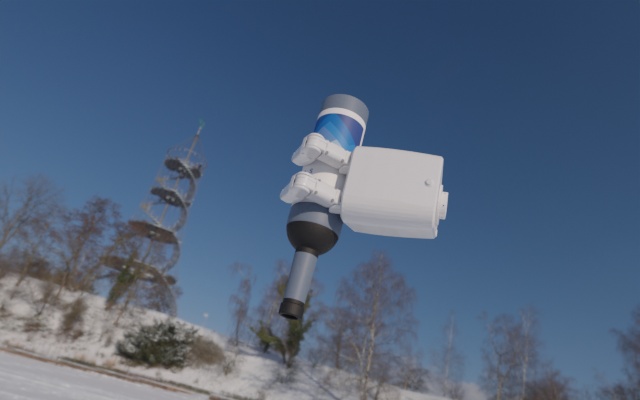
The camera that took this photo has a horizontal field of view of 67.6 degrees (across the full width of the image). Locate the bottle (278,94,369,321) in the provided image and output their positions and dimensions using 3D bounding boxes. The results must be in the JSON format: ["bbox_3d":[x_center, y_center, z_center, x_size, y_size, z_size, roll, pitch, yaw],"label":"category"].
[{"bbox_3d":[0.000,0.002,0.595,0.069,0.295,0.069,12,-26,6],"label":"bottle"}]
